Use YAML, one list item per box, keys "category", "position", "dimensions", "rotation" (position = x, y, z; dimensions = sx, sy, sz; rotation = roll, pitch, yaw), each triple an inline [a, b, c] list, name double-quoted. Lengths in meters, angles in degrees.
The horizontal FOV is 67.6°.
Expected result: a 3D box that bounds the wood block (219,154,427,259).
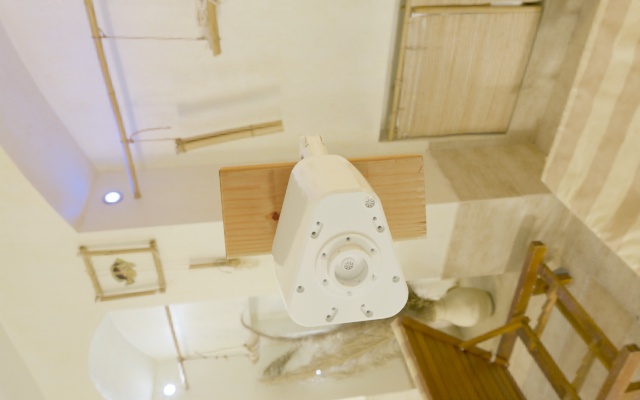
- category: "wood block"
  position: [0.000, 0.001, 0.518]
  dimensions: [0.206, 0.091, 0.090]
  rotation: [-4, 6, -8]
